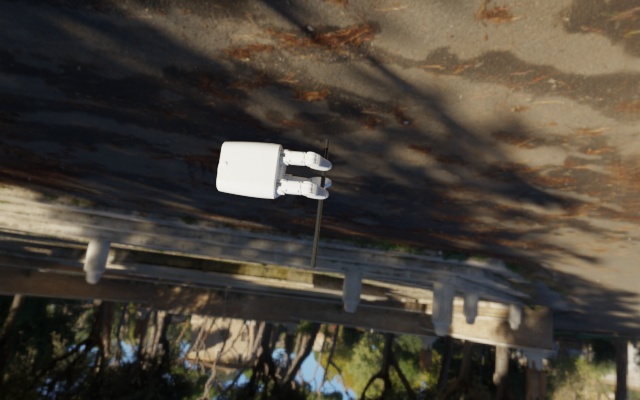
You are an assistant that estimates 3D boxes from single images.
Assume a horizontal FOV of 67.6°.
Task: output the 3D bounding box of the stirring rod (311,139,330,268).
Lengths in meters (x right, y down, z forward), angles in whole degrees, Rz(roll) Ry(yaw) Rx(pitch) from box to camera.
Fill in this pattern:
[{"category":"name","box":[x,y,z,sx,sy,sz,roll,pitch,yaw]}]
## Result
[{"category":"stirring rod","box":[0.000,0.003,0.877,0.011,0.239,0.011,6,-11,1]}]
